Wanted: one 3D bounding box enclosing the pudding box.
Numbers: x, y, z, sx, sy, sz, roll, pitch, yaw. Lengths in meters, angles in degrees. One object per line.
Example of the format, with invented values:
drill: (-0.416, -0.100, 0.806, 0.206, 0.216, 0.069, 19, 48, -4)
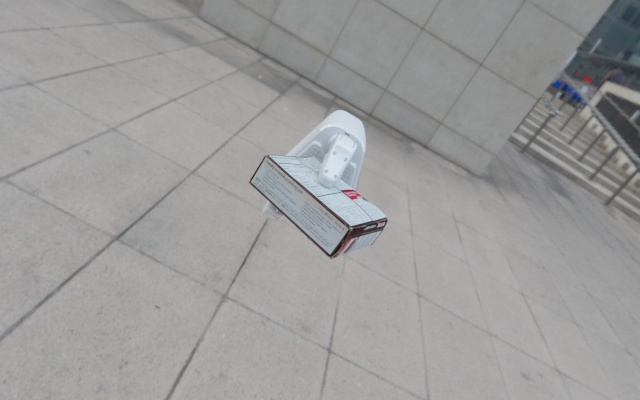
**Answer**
pudding box: (0.000, 0.001, 0.461, 0.113, 0.039, 0.090, 39, 21, 21)
